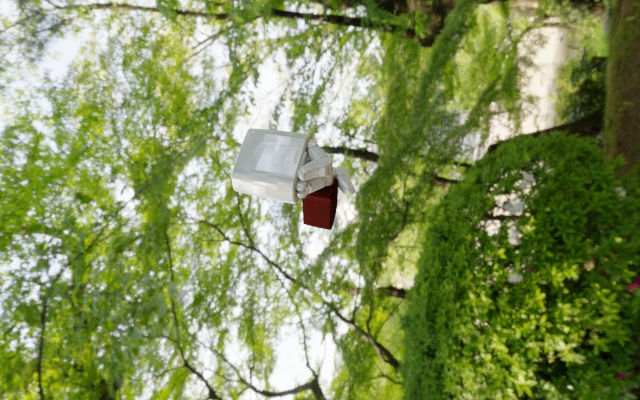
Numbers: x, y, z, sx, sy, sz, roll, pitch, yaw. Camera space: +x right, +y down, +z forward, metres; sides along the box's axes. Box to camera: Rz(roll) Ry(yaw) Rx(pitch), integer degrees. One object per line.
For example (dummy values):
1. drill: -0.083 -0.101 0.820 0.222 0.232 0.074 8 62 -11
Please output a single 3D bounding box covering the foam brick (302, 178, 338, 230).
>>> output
1. foam brick: 0.000 0.003 0.813 0.051 0.078 0.053 9 45 9
